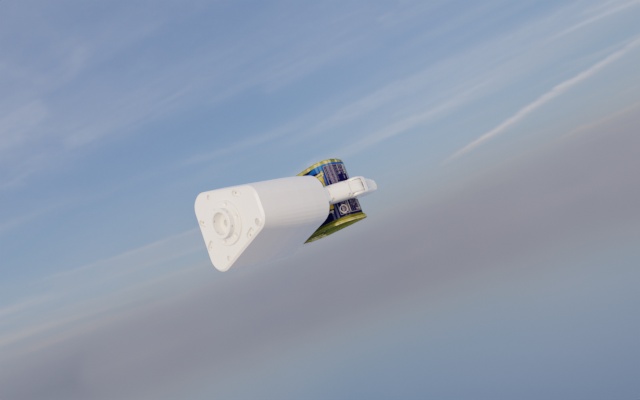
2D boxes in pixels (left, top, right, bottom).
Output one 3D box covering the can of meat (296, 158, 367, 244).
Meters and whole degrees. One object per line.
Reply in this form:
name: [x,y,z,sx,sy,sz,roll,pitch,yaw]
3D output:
can of meat: [0.000,0.002,0.631,0.102,0.084,0.057,-29,-12,40]
